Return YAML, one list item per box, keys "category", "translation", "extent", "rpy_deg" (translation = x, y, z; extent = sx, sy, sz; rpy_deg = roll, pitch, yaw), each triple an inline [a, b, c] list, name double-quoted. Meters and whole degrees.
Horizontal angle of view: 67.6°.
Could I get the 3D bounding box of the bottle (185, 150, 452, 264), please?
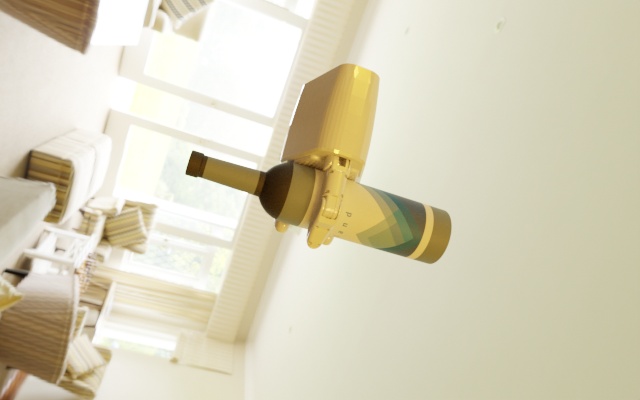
- category: "bottle"
  translation: [0.000, 0.002, 0.529]
  extent: [0.296, 0.069, 0.069]
  rpy_deg: [17, -4, -14]
